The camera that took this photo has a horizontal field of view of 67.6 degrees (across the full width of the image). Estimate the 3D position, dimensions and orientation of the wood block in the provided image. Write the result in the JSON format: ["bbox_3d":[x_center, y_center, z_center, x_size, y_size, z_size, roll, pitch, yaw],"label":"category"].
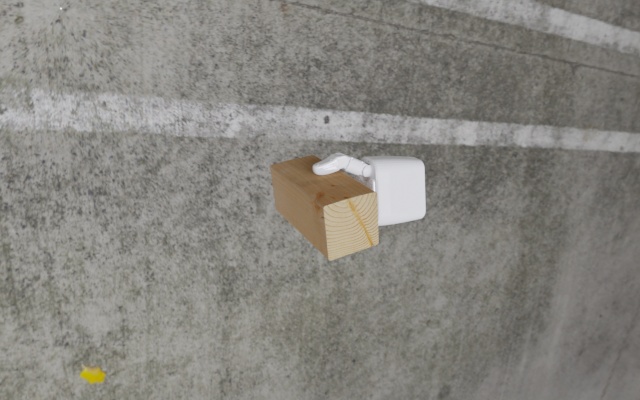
[{"bbox_3d":[0.001,0.002,0.774,0.090,0.091,0.206,-16,26,-23],"label":"wood block"}]
